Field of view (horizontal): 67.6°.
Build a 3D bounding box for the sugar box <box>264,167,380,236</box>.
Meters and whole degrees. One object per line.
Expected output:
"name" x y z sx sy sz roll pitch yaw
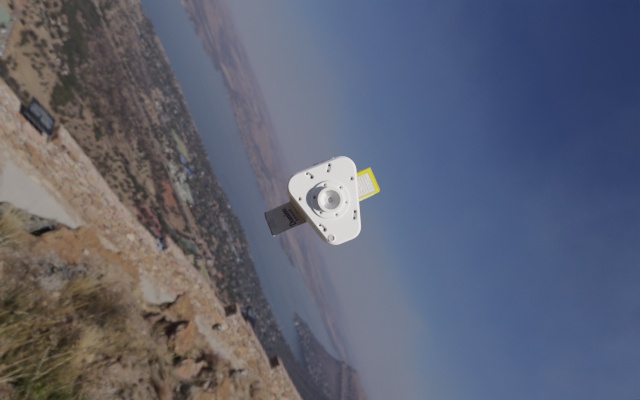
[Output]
"sugar box" 0.000 0.002 0.758 0.176 0.048 0.093 -21 -1 -2
